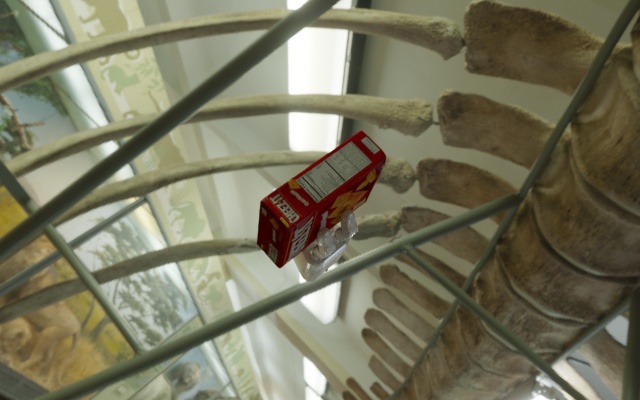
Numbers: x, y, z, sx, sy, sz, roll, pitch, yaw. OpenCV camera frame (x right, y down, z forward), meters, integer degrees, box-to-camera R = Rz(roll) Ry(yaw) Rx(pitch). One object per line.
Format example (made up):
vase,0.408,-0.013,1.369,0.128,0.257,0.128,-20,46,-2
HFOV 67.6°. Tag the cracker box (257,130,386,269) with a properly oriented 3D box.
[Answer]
cracker box,0.000,0.002,0.788,0.213,0.072,0.164,-37,-17,-24
